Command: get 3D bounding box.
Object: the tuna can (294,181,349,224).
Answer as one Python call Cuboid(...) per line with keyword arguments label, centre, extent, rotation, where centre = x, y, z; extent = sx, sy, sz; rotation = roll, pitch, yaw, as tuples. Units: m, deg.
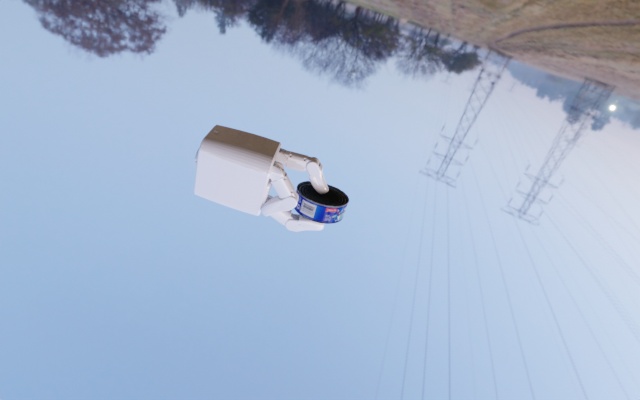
Cuboid(label="tuna can", centre=(0.000, 0.003, 0.763), extent=(0.086, 0.034, 0.086), rotation=(13, 24, -6))
